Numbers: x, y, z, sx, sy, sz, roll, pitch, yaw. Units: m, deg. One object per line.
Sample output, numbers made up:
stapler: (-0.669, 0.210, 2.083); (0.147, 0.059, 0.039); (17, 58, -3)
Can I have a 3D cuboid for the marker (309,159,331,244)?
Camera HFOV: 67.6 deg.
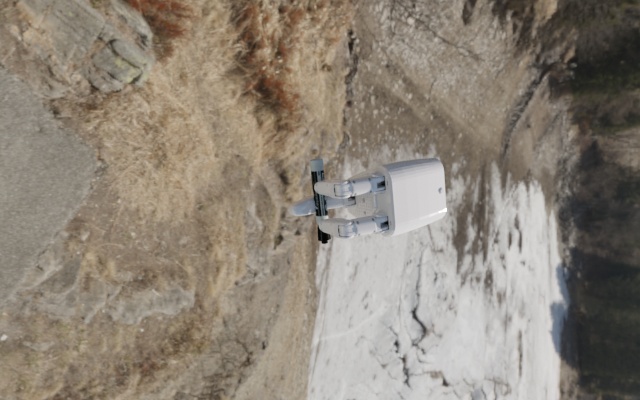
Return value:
marker: (0.000, 0.002, 0.671); (0.020, 0.121, 0.020); (-6, 11, 1)
